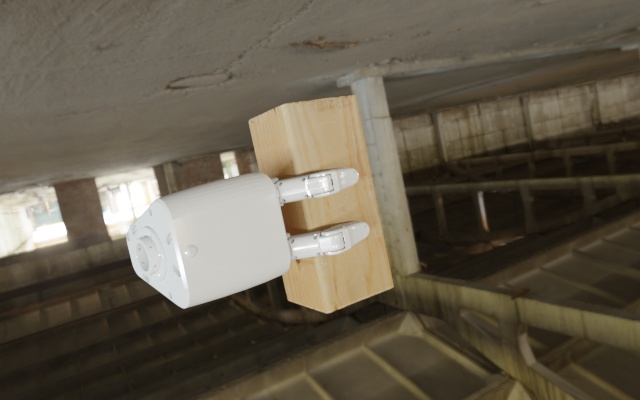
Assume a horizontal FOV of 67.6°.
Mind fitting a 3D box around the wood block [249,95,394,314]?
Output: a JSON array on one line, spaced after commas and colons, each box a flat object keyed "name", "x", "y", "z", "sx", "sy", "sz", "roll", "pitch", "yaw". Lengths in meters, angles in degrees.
[{"name": "wood block", "x": 0.000, "y": 0.002, "z": 0.514, "sx": 0.090, "sy": 0.206, "sz": 0.091, "roll": -15, "pitch": 6, "yaw": -30}]
